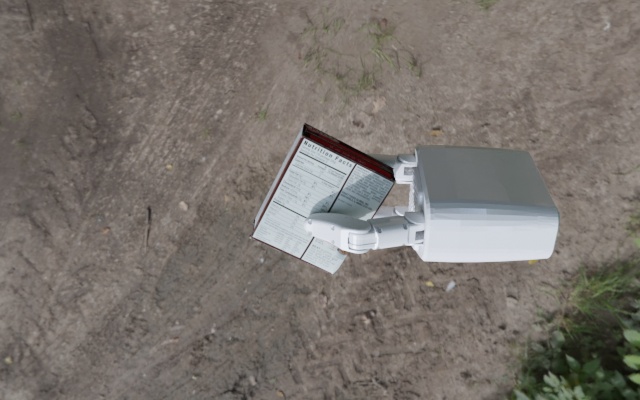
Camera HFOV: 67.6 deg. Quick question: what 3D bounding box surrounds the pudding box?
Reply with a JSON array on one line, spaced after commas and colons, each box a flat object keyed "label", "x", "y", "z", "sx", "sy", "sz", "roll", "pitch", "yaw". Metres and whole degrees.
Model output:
[{"label": "pudding box", "x": 0.000, "y": 0.001, "z": 0.425, "sx": 0.090, "sy": 0.113, "sz": 0.039, "roll": 26, "pitch": 22, "yaw": -9}]
